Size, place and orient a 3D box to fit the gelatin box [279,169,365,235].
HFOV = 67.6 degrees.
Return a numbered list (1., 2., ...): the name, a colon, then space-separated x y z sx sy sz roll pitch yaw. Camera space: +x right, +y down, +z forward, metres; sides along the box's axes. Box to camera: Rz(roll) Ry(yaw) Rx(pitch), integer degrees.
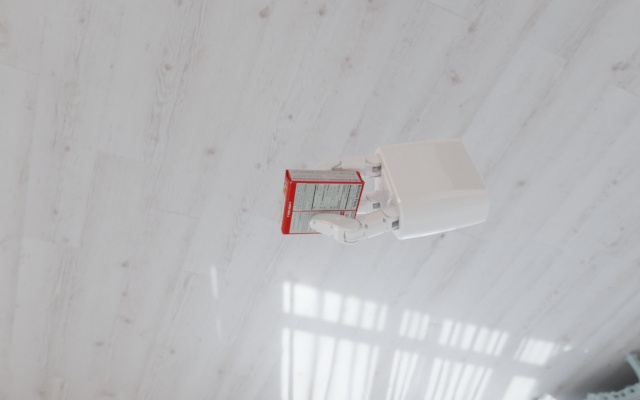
1. gelatin box: 0.000 0.002 0.551 0.089 0.073 0.030 -1 35 -17
